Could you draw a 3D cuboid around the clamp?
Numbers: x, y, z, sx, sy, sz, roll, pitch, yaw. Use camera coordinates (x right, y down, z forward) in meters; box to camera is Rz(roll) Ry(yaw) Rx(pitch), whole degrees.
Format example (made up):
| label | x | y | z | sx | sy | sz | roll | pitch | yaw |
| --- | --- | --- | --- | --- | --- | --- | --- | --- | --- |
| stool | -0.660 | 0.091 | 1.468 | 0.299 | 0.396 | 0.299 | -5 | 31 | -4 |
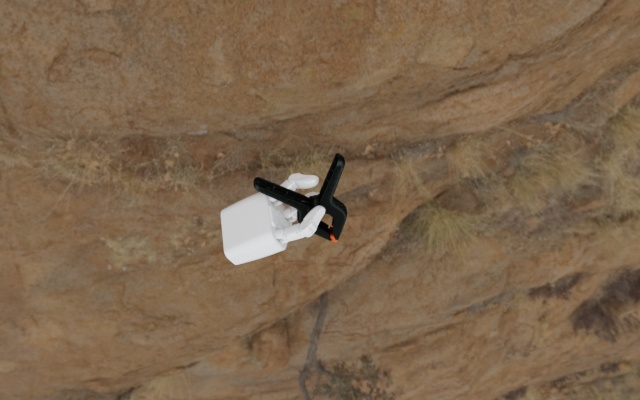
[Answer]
| label | x | y | z | sx | sy | sz | roll | pitch | yaw |
| --- | --- | --- | --- | --- | --- | --- | --- | --- | --- |
| clamp | 0.000 | 0.004 | 0.866 | 0.164 | 0.036 | 0.210 | -20 | -45 | 19 |
